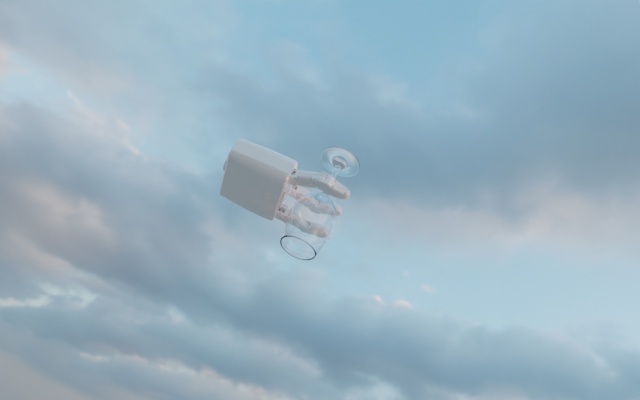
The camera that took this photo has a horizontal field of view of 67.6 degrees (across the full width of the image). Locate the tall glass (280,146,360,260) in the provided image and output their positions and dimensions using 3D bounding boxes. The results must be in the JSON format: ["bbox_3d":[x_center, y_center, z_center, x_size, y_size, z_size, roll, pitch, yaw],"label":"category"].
[{"bbox_3d":[0.001,0.002,0.805,0.079,0.201,0.079,17,-36,13],"label":"tall glass"}]
